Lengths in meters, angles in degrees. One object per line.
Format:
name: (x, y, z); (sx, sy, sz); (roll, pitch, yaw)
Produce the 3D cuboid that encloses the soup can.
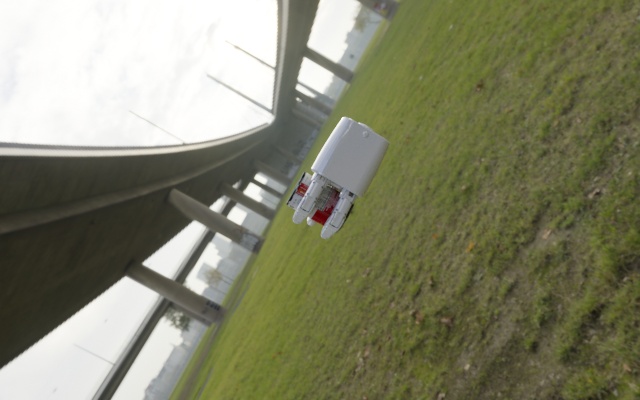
soup can: (0.000, 0.003, 0.831); (0.102, 0.068, 0.068); (29, -3, -5)
